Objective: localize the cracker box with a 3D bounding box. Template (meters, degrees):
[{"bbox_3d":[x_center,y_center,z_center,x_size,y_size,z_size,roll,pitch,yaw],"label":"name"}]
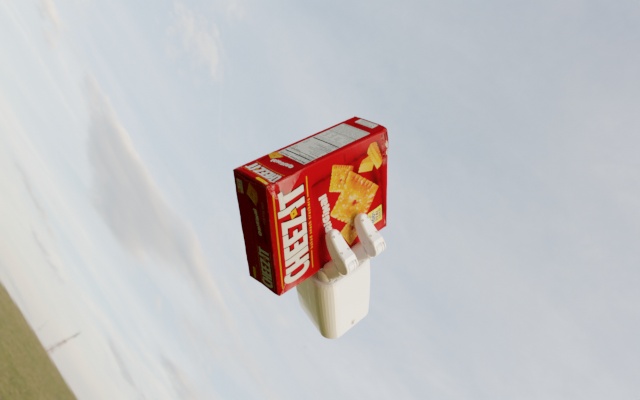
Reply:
[{"bbox_3d":[0.000,0.002,0.633,0.213,0.164,0.072,-29,40,-36],"label":"cracker box"}]
